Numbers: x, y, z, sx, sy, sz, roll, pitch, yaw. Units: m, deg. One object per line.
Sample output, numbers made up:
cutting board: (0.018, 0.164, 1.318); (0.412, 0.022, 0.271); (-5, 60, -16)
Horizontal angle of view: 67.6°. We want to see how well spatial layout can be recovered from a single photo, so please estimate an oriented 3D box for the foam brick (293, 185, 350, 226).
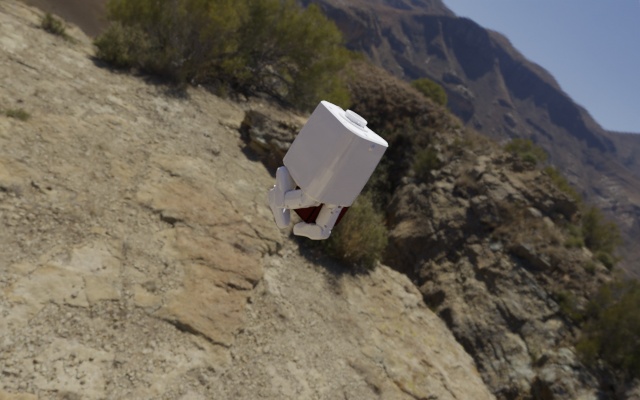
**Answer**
foam brick: (0.000, 0.002, 0.728); (0.078, 0.051, 0.053); (9, 30, -52)
